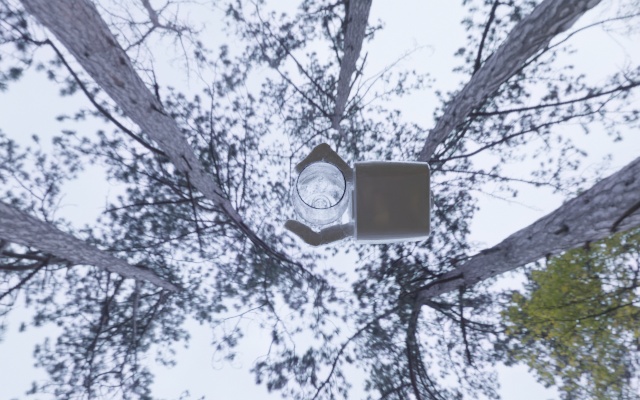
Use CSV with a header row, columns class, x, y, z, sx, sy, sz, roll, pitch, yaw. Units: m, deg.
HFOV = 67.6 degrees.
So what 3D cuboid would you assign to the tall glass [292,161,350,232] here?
class,x,y,z,sx,sy,sz,roll,pitch,yaw
tall glass,0.000,0.002,0.680,0.079,0.079,0.201,0,-12,0
